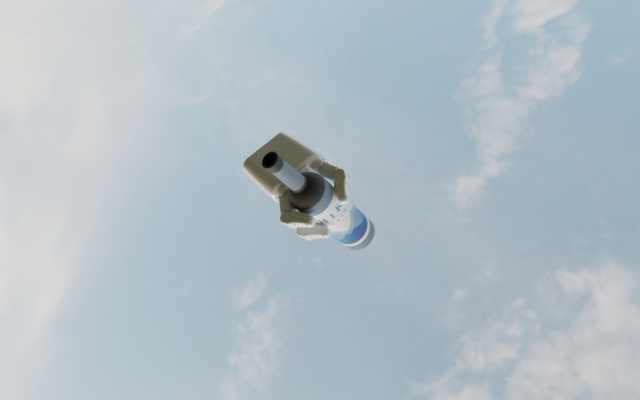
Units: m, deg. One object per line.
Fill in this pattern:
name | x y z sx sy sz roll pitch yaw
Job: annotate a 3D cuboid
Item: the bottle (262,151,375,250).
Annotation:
bottle | 0.000 0.003 0.782 0.069 0.069 0.296 0 -24 32
